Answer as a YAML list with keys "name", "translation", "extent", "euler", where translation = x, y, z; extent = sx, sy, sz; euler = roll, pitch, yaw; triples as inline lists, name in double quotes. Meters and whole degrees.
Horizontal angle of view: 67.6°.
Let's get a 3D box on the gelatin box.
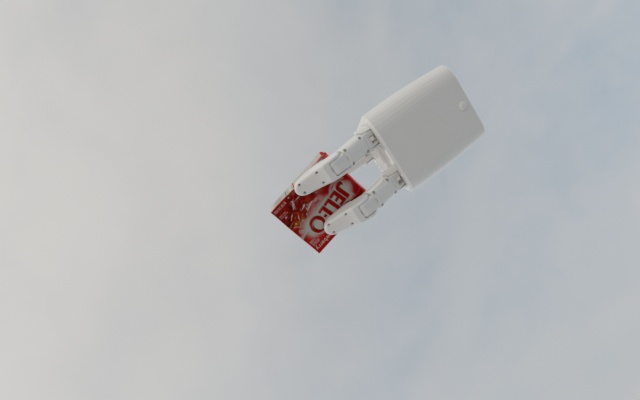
- name: "gelatin box"
  translation: [0.000, 0.002, 0.532]
  extent: [0.073, 0.089, 0.030]
  euler: [41, 7, -14]
